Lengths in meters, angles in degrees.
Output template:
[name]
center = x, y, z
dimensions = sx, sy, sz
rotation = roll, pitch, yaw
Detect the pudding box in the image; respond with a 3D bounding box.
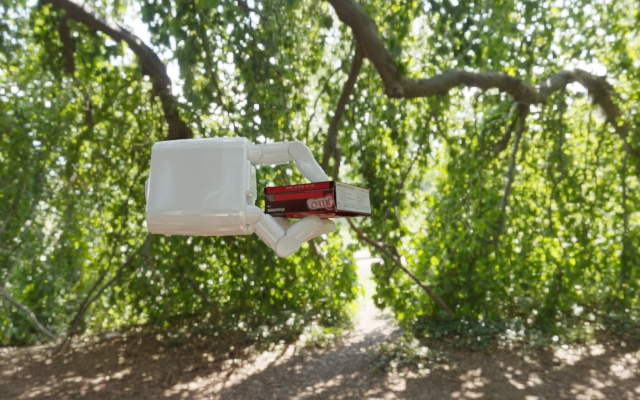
[pudding box]
center = 0.000, 0.002, 0.558
dimensions = 0.090, 0.039, 0.113
rotation = -3, -3, 26
